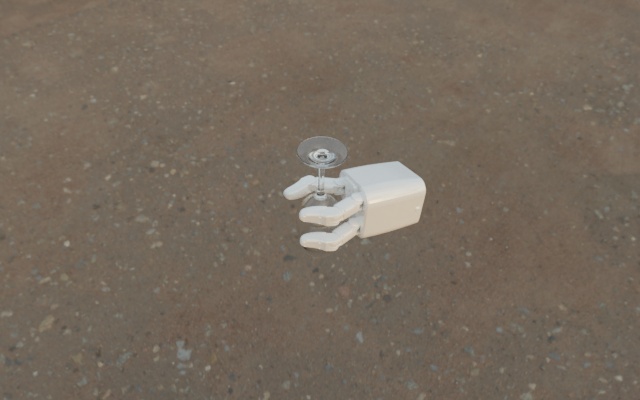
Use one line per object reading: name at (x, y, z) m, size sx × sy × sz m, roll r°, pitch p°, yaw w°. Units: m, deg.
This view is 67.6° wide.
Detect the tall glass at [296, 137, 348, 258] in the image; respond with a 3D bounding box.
tall glass at (0.000, 0.002, 0.753) m, size 0.079 × 0.201 × 0.079 m, roll 2°, pitch 43°, yaw -1°
